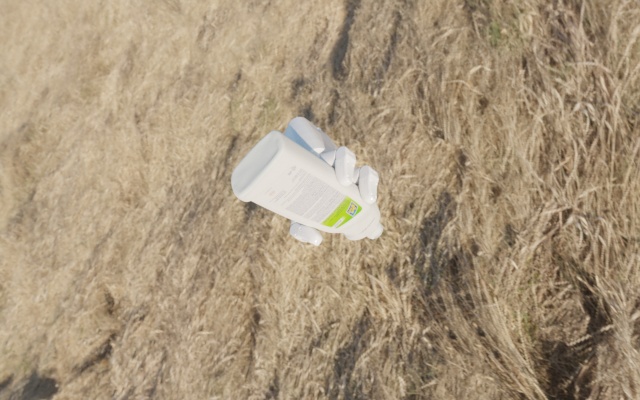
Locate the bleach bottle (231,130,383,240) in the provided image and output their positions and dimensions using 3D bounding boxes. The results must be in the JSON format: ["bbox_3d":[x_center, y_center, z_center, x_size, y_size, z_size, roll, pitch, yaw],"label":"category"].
[{"bbox_3d":[0.000,0.002,0.688,0.251,0.102,0.068,32,21,-39],"label":"bleach bottle"}]
